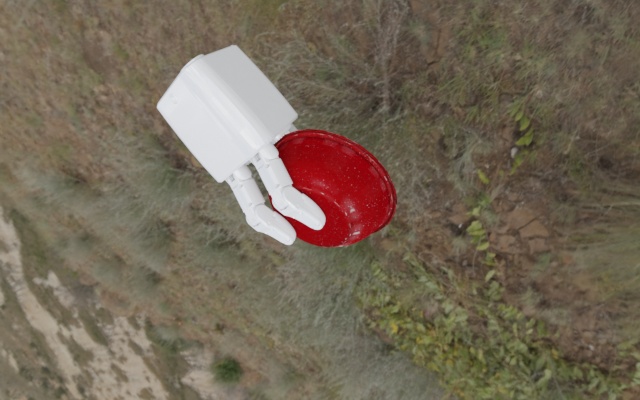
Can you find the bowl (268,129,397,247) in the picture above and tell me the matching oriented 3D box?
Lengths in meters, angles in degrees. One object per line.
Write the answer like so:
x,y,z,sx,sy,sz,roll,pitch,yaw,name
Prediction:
0.001,0.003,0.534,0.162,0.162,0.055,0,42,31,bowl
